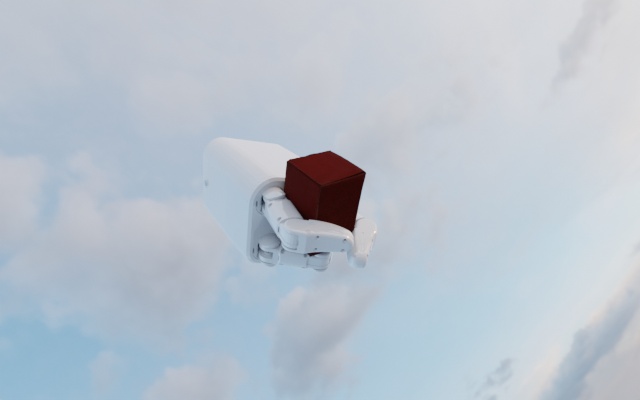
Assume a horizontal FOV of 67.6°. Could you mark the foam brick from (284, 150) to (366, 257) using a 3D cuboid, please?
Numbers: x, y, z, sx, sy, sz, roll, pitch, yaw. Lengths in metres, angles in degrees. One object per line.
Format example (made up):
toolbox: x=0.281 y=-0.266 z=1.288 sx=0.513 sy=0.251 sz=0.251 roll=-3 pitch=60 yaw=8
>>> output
foam brick: x=0.000 y=0.001 z=0.436 sx=0.053 sy=0.078 sz=0.051 roll=-17 pitch=40 yaw=-35
